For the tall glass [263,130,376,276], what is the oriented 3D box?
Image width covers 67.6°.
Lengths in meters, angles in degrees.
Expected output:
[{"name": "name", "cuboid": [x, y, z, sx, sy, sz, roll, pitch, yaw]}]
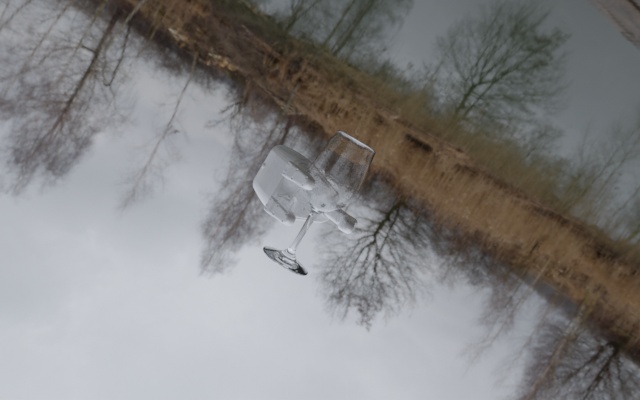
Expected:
[{"name": "tall glass", "cuboid": [0.000, 0.003, 0.676, 0.079, 0.201, 0.079, 31, 6, -4]}]
